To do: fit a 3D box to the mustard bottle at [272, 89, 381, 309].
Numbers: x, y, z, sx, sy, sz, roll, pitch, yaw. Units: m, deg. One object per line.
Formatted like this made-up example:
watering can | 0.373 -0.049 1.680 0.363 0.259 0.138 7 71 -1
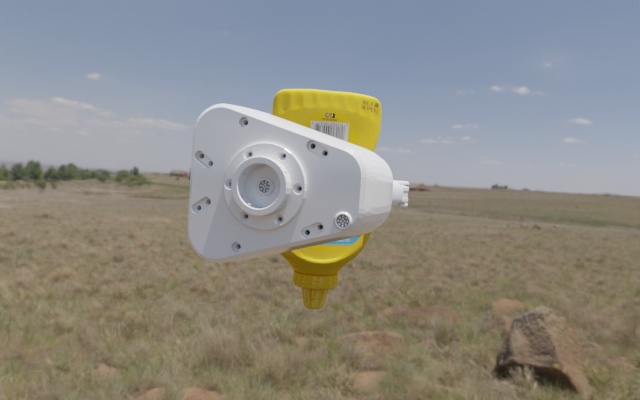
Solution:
mustard bottle | 0.000 0.001 0.430 0.096 0.191 0.058 3 2 -9
